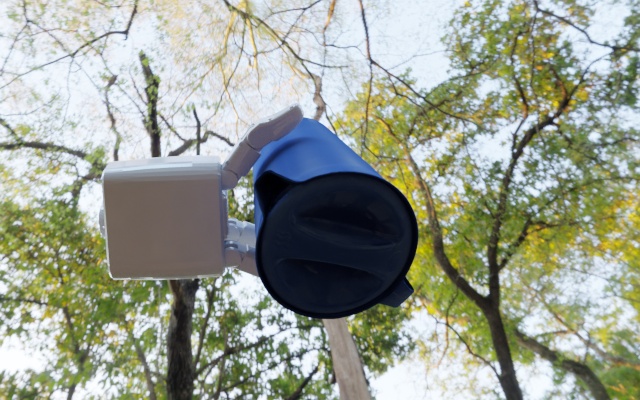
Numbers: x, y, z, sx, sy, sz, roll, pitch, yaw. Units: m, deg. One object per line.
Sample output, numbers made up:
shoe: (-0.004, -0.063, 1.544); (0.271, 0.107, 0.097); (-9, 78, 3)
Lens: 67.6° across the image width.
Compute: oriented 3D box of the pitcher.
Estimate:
pitcher: (0.000, 0.002, 0.483); (0.145, 0.149, 0.242); (-5, 24, -9)
